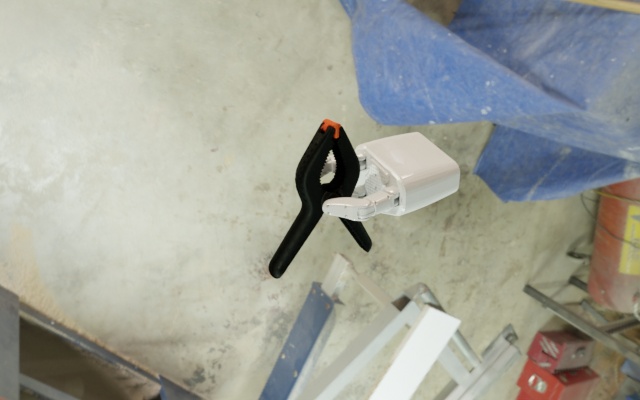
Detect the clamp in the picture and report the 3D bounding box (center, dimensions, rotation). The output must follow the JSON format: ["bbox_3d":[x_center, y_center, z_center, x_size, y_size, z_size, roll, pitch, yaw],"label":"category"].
[{"bbox_3d":[0.001,0.002,0.621,0.164,0.210,0.036,-19,32,-29],"label":"clamp"}]
